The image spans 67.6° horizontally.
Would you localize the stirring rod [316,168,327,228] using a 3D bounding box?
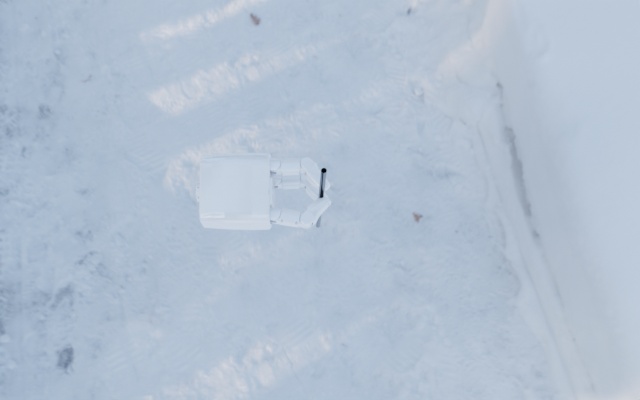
[{"bbox_3d":[0.000,0.003,0.766,0.011,0.011,0.240,0,-21,-2],"label":"stirring rod"}]
